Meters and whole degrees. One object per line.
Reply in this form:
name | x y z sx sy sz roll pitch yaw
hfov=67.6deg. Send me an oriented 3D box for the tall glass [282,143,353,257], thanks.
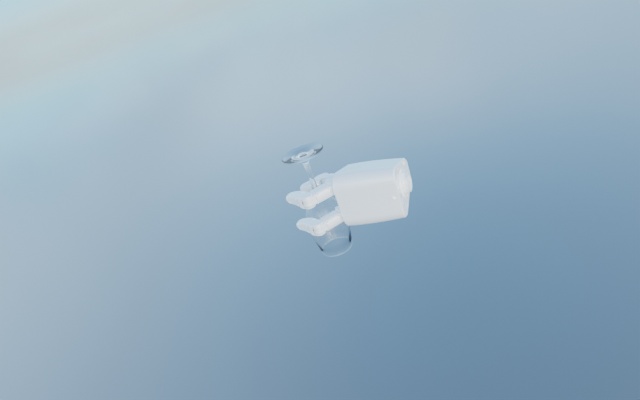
tall glass | 0.000 0.002 0.850 0.079 0.201 0.079 -16 27 8
